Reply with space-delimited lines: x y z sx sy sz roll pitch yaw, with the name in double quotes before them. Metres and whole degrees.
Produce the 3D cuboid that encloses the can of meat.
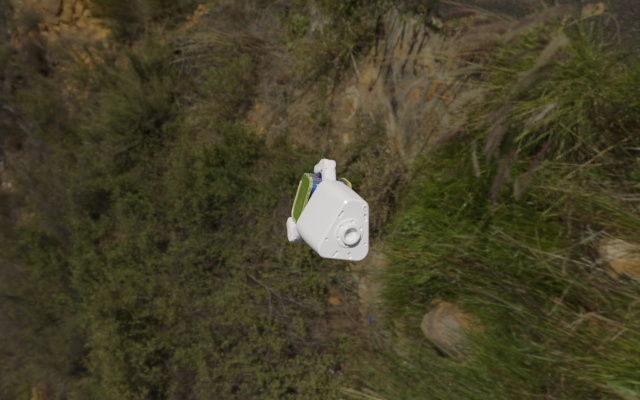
"can of meat" 0.000 0.003 0.898 0.084 0.102 0.057 9 18 -24
